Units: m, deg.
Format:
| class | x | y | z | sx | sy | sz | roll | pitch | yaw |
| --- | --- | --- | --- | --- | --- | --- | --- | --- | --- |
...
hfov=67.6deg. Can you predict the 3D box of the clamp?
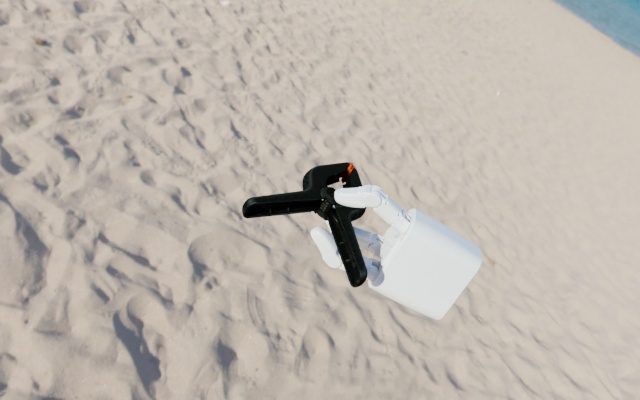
| class | x | y | z | sx | sy | sz | roll | pitch | yaw |
| --- | --- | --- | --- | --- | --- | --- | --- | --- | --- |
| clamp | 0.001 | 0.001 | 0.616 | 0.164 | 0.036 | 0.209 | 30 | 36 | -6 |
